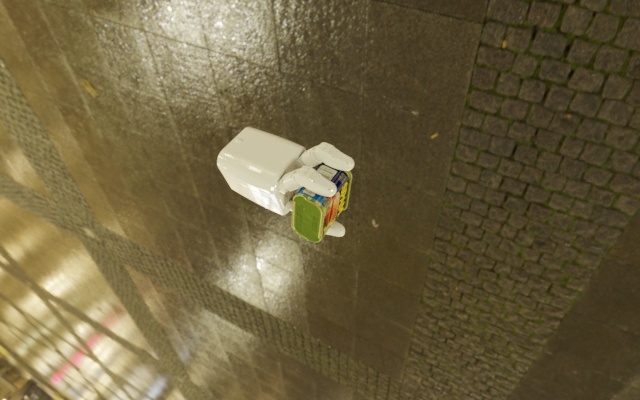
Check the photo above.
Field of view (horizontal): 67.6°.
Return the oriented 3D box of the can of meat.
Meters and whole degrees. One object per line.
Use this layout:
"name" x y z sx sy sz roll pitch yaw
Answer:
"can of meat" 0.000 0.003 0.716 0.057 0.084 0.102 26 -37 16
